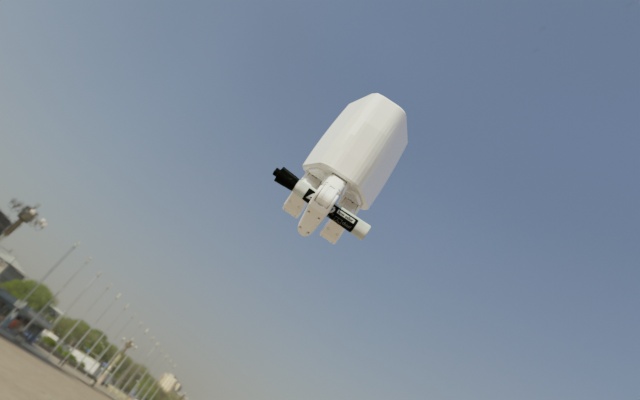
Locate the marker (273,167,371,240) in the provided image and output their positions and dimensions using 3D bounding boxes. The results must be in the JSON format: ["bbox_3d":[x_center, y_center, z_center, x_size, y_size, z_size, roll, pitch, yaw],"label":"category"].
[{"bbox_3d":[0.000,0.002,0.519,0.121,0.020,0.020,34,0,1],"label":"marker"}]
